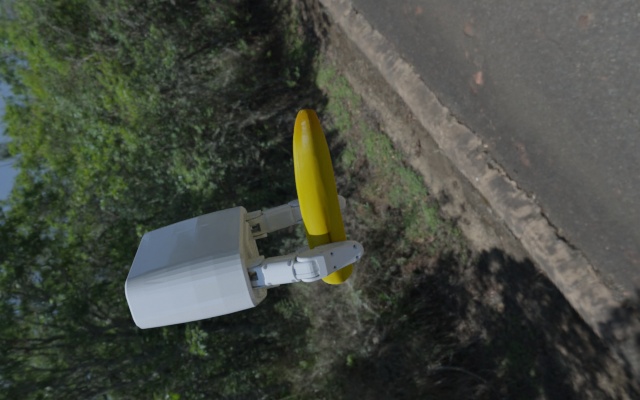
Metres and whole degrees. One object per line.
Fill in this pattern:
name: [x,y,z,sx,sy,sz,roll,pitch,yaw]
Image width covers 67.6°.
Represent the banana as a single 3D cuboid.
banana: [0.002,0.015,0.448,0.037,0.198,0.069,-11,36,3]
